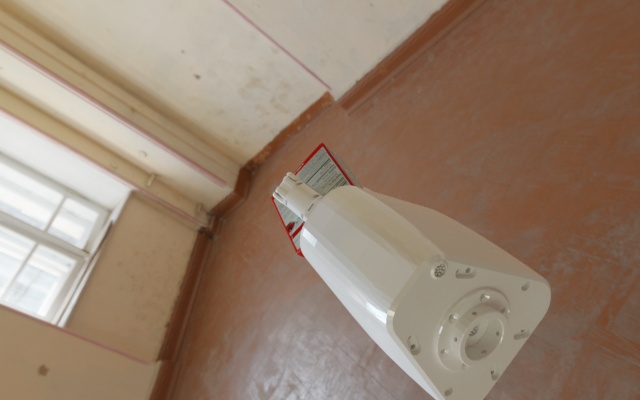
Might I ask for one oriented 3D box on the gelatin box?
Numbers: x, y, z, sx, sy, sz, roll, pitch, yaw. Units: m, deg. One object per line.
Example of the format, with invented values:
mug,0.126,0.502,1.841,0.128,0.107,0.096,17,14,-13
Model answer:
gelatin box,0.000,0.001,0.415,0.030,0.073,0.089,33,15,-36
